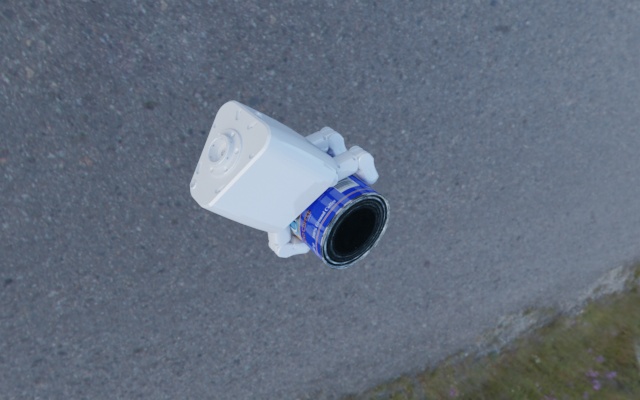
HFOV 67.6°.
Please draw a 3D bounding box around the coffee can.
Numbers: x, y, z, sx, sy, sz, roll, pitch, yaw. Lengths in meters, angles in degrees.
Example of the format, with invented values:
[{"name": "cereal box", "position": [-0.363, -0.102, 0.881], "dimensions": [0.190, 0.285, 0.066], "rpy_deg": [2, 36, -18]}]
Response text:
[{"name": "coffee can", "position": [0.000, 0.002, 0.586], "dimensions": [0.103, 0.103, 0.140], "rpy_deg": [0, 30, -44]}]
